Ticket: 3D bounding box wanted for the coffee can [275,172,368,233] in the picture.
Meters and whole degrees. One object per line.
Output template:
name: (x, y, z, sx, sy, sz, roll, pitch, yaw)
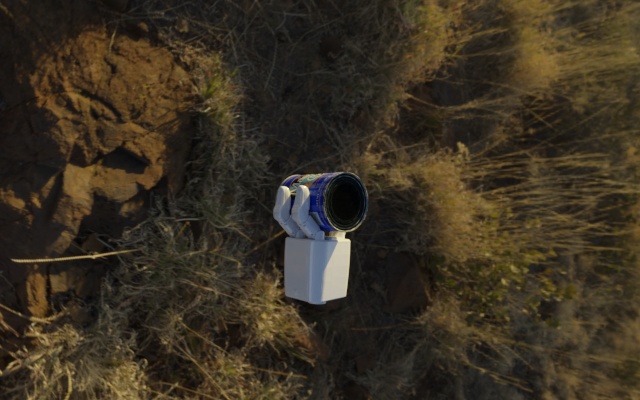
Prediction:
coffee can: (0.000, 0.003, 0.856, 0.103, 0.103, 0.140, 0, 0, -39)
